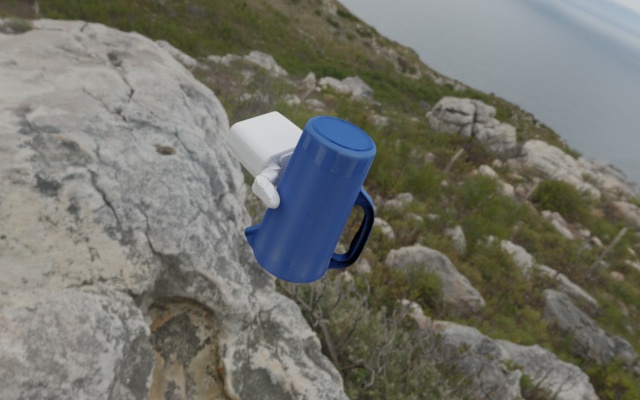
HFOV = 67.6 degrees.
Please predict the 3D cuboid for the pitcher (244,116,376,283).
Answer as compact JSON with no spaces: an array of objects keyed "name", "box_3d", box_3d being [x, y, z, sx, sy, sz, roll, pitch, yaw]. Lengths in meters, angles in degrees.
[{"name":"pitcher","box_3d":[0.000,0.002,0.734,0.149,0.243,0.145,-12,47,-45]}]
